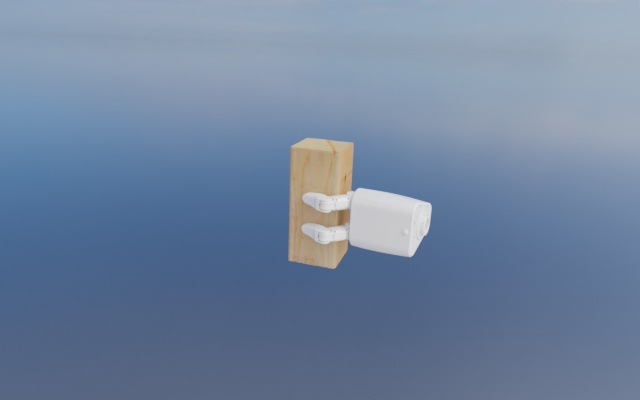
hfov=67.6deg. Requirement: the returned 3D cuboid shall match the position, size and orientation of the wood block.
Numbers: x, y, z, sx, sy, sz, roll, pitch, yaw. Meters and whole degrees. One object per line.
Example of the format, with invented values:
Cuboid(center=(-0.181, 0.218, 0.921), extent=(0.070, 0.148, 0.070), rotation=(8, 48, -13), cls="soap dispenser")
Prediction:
Cuboid(center=(0.001, 0.003, 0.843), extent=(0.090, 0.206, 0.090), rotation=(8, 19, 16), cls="wood block")
